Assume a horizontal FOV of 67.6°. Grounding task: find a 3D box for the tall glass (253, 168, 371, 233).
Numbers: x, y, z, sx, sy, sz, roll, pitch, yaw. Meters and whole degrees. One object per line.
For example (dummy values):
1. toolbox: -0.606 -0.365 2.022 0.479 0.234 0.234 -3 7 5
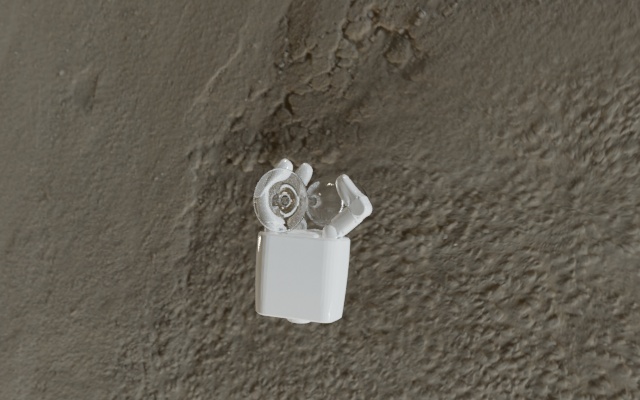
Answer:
1. tall glass: 0.000 0.002 0.634 0.079 0.079 0.201 0 -1 28
